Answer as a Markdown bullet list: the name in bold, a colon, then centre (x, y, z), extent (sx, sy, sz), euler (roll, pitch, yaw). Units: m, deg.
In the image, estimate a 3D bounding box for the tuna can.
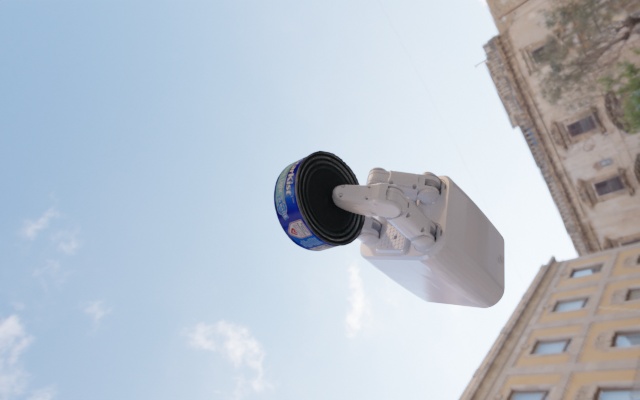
- **tuna can**: centre (0.000, 0.001, 0.426), extent (0.034, 0.086, 0.086), euler (-20, -14, 42)
